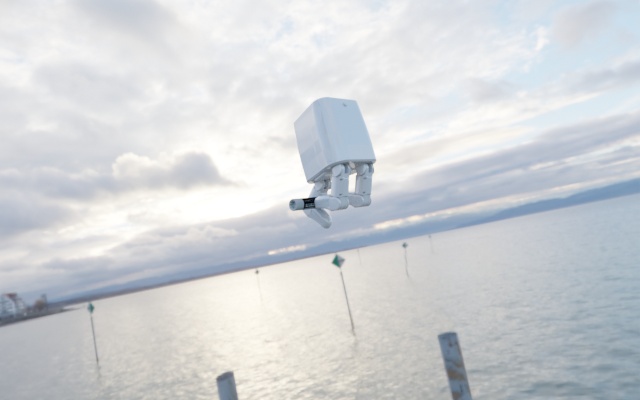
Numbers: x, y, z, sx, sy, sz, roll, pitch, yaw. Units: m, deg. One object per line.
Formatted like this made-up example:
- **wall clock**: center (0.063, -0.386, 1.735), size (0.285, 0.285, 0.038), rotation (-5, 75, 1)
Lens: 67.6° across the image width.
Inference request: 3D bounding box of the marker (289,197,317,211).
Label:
- **marker**: center (0.000, 0.003, 0.763), size (0.020, 0.020, 0.121), rotation (0, 4, 45)
